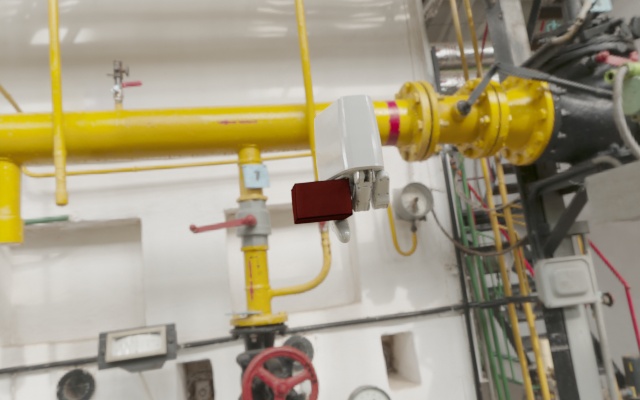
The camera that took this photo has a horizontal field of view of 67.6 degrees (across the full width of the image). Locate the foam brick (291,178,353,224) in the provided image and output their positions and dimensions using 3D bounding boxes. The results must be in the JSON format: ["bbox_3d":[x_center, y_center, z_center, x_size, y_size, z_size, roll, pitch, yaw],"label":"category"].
[{"bbox_3d":[0.000,0.002,0.662,0.078,0.051,0.053,-6,-8,-10],"label":"foam brick"}]
